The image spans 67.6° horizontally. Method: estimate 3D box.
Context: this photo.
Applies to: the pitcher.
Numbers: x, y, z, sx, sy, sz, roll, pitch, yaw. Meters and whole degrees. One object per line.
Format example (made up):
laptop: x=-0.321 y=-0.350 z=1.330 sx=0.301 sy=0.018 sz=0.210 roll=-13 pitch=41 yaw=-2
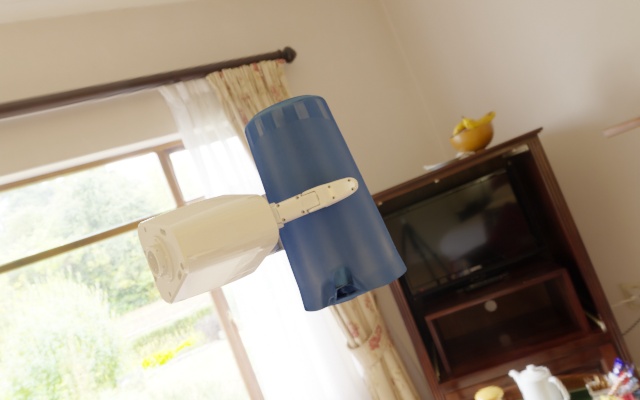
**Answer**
pitcher: x=0.000 y=0.002 z=0.593 sx=0.145 sy=0.243 sz=0.149 roll=-20 pitch=-3 yaw=-36
